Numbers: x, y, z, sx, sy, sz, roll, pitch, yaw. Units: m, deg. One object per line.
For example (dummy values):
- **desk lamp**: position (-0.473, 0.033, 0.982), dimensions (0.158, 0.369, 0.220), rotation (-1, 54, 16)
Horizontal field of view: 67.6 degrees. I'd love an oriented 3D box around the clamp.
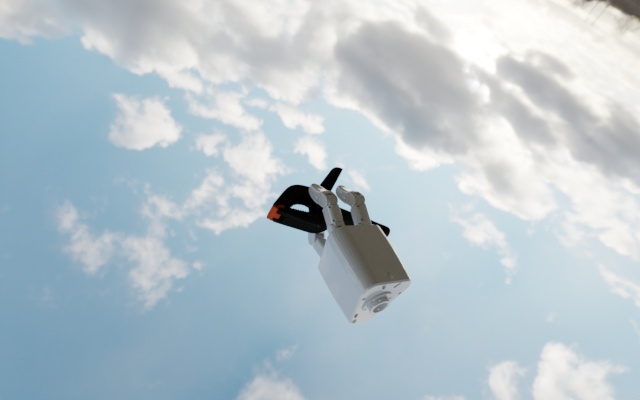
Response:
- **clamp**: position (-0.001, 0.003, 0.782), dimensions (0.210, 0.036, 0.164), rotation (0, 45, -37)
